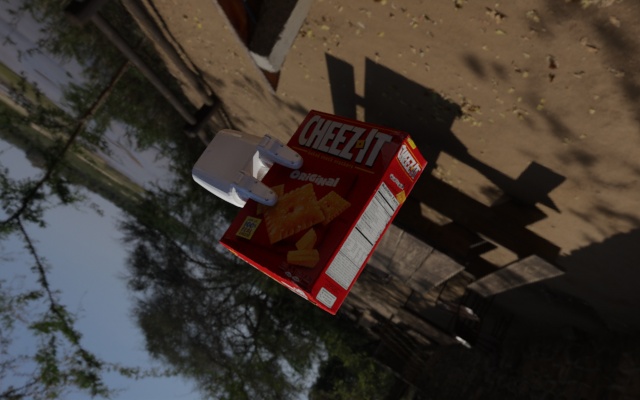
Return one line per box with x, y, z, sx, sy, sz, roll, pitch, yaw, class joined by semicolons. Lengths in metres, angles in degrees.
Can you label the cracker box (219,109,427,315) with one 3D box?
0.000;0.002;0.577;0.164;0.213;0.072;23;-15;41;cracker box
